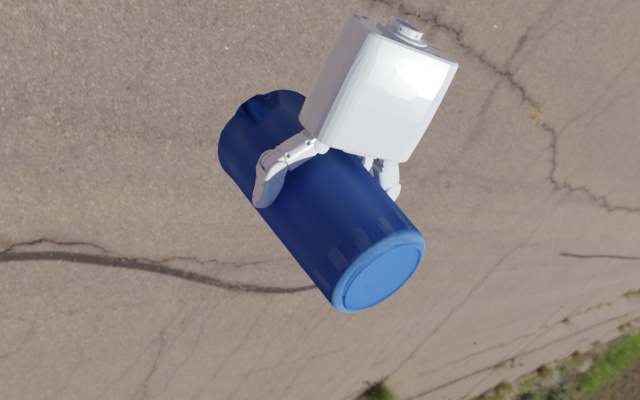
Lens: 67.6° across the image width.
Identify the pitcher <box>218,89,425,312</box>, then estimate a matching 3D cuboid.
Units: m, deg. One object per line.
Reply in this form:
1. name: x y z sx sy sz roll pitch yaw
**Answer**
1. pitcher: 0.000 0.002 0.521 0.149 0.145 0.242 -2 41 -41
